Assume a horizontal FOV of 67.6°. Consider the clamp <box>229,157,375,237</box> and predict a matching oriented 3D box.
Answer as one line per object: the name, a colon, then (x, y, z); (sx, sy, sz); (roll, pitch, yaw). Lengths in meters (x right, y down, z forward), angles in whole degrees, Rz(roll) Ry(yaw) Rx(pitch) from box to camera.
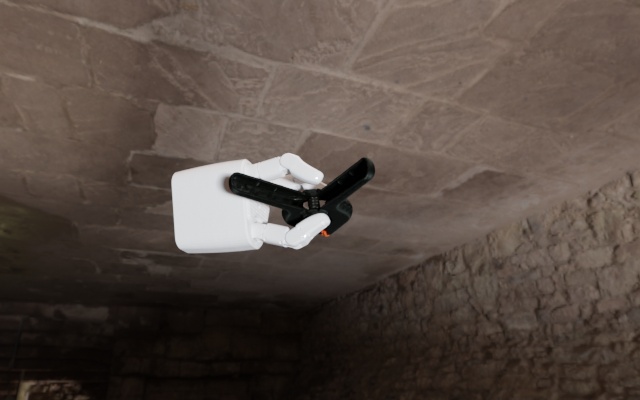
clamp: (0.000, 0.003, 0.608); (0.164, 0.036, 0.210); (-8, -22, 14)
